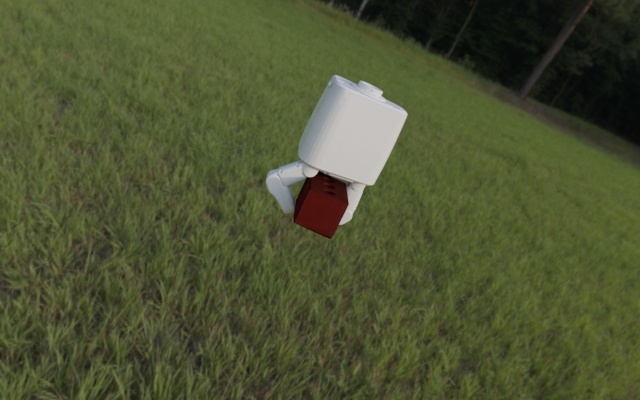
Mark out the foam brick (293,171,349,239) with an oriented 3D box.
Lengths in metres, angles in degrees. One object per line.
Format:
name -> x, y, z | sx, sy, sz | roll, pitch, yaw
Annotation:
foam brick -> 0.000, 0.002, 0.606 | 0.053, 0.051, 0.078 | 24, 20, -10
